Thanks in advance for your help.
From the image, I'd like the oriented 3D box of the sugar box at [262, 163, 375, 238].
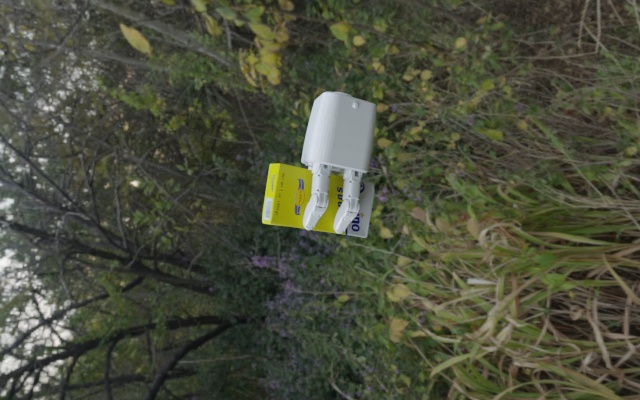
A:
[{"bbox_3d":[0.000,0.002,0.754,0.176,0.093,0.048,9,-1,-26],"label":"sugar box"}]
